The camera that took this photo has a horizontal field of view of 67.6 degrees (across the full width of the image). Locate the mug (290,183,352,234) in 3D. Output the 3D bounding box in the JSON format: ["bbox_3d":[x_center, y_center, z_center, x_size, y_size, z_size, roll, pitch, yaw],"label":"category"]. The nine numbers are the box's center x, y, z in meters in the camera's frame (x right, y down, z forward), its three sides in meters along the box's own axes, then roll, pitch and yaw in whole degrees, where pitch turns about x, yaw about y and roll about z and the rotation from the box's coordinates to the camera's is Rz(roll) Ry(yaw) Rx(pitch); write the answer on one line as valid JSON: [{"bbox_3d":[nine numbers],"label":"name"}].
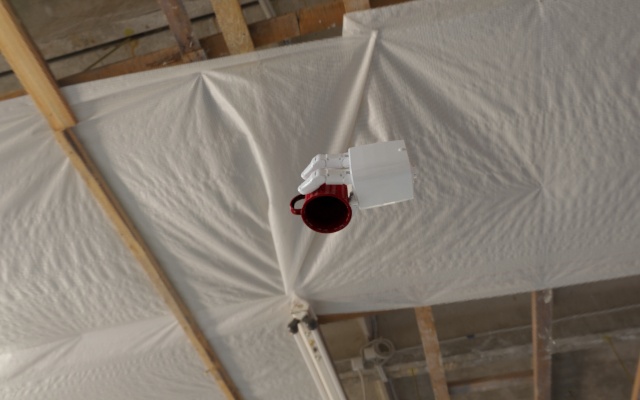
[{"bbox_3d":[-0.001,0.003,0.899,0.117,0.093,0.081,-9,36,8],"label":"mug"}]
